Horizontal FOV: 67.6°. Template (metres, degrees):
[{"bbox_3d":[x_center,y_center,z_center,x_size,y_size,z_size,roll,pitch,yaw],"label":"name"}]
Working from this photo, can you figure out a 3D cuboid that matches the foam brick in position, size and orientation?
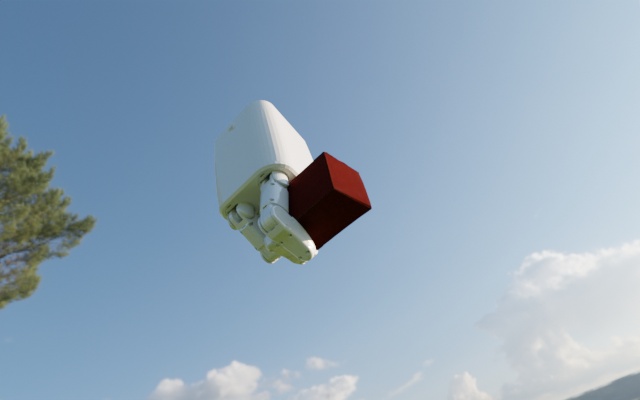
[{"bbox_3d":[0.000,0.001,0.464,0.053,0.051,0.078,28,-55,-36],"label":"foam brick"}]
